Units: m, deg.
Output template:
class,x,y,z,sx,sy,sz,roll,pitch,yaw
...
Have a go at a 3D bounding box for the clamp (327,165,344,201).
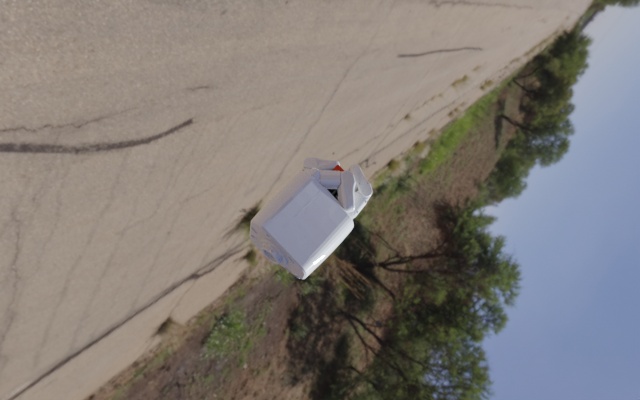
class,x,y,z,sx,sy,sz,roll,pitch,yaw
clamp,0.001,0.003,0.788,0.039,0.120,0.171,39,-24,8
